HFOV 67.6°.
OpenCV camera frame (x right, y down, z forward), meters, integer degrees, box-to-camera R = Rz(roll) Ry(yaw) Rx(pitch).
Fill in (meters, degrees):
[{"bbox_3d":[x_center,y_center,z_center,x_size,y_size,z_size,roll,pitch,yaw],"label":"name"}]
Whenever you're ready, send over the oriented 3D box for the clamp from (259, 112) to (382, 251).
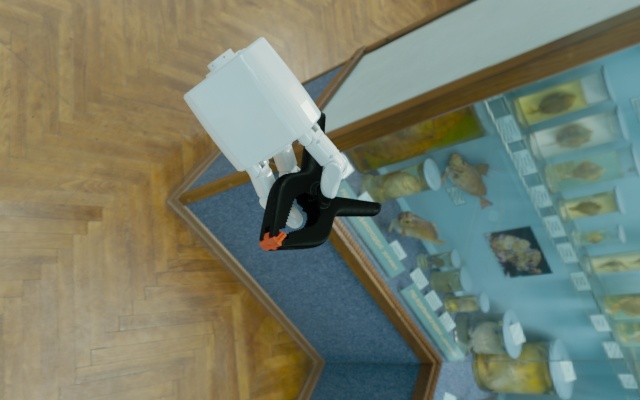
[{"bbox_3d":[0.000,0.002,0.594,0.036,0.164,0.210,-23,23,42],"label":"clamp"}]
